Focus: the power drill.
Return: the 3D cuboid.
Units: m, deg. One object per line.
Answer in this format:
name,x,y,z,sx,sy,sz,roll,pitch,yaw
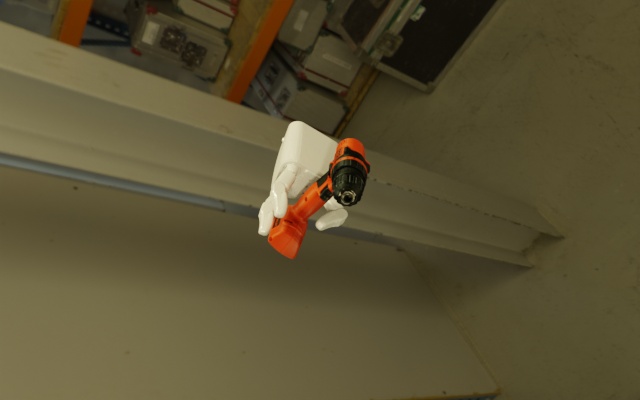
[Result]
power drill,0.000,0.003,0.721,0.057,0.188,0.184,40,23,-12
